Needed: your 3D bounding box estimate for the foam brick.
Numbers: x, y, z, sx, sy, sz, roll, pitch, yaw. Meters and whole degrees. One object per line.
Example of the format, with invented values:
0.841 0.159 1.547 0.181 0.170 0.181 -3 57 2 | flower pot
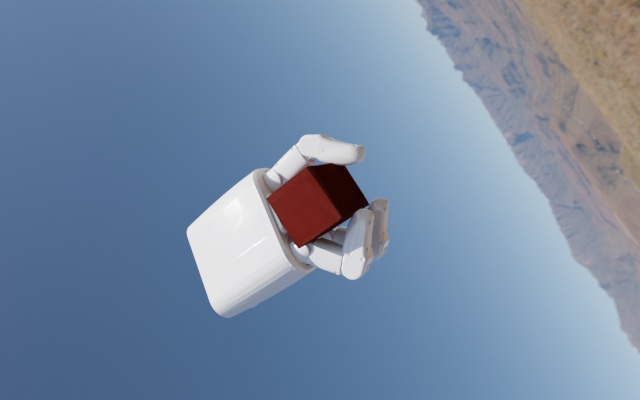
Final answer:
0.000 0.001 0.424 0.051 0.053 0.078 -35 -6 23 | foam brick
